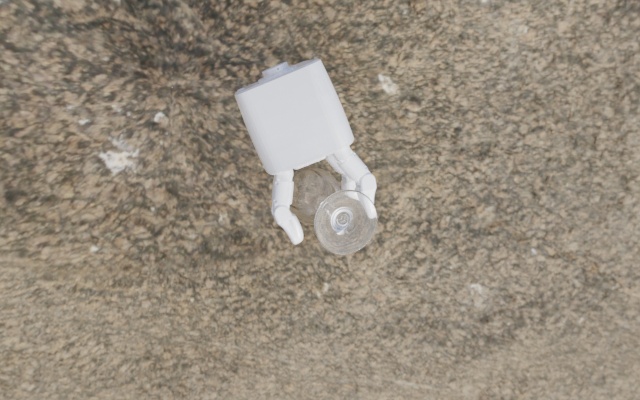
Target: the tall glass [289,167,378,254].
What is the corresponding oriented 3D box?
[{"bbox_3d":[0.000,0.002,0.619,0.079,0.079,0.201,0,13,-17],"label":"tall glass"}]
